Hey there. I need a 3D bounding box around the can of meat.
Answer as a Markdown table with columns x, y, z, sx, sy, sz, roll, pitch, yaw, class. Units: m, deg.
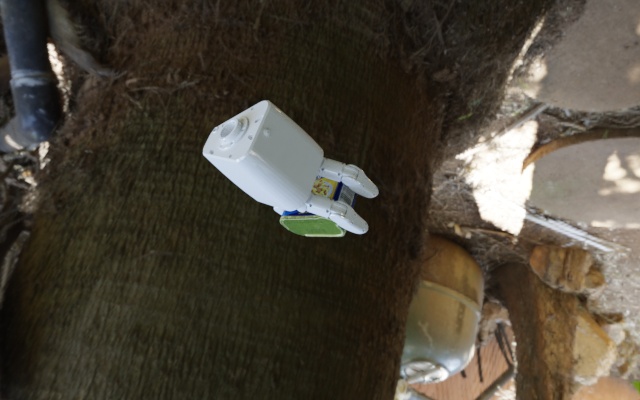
| x | y | z | sx | sy | sz | roll | pitch | yaw | class |
| --- | --- | --- | --- | --- | --- | --- | --- | --- | --- |
| 0.000 | 0.003 | 0.667 | 0.102 | 0.084 | 0.057 | -3 | -34 | 38 | can of meat |
